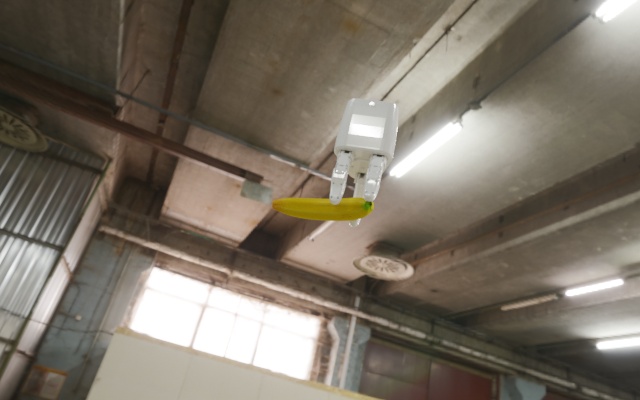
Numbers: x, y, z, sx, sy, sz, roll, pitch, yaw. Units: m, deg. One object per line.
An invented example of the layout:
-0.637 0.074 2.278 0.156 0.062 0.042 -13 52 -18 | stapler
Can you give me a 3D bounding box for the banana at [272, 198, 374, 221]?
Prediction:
0.012 0.010 0.808 0.198 0.037 0.070 -3 -26 33 | banana
